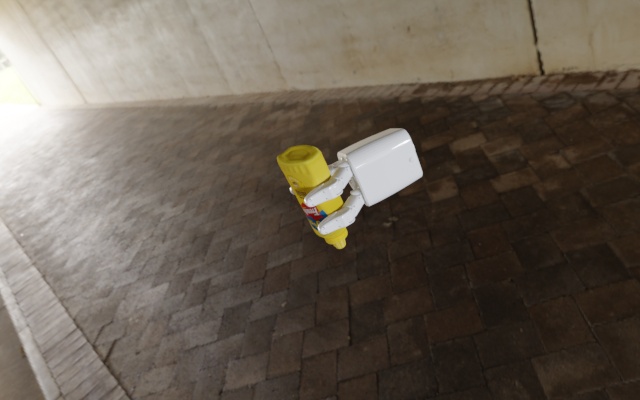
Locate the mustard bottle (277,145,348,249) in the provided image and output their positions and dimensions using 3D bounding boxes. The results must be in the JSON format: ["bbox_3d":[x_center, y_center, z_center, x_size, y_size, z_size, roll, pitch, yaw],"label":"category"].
[{"bbox_3d":[0.000,0.003,0.793,0.058,0.192,0.096,-39,30,-24],"label":"mustard bottle"}]
